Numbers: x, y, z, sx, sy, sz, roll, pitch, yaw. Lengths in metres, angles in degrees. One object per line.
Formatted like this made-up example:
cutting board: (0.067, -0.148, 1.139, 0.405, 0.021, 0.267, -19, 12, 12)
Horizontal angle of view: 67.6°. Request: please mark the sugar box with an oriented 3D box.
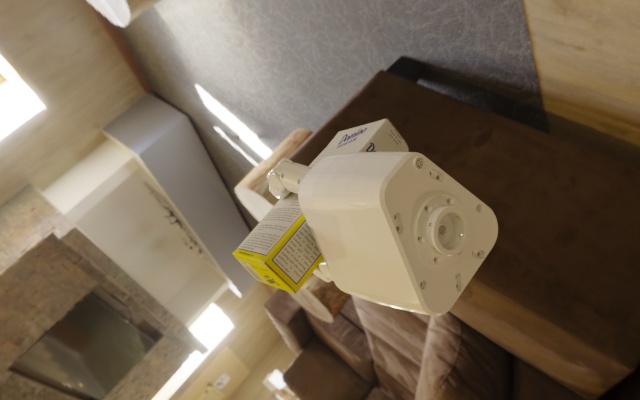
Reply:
sugar box: (0.000, 0.002, 0.451, 0.176, 0.048, 0.093, -47, 20, -20)
